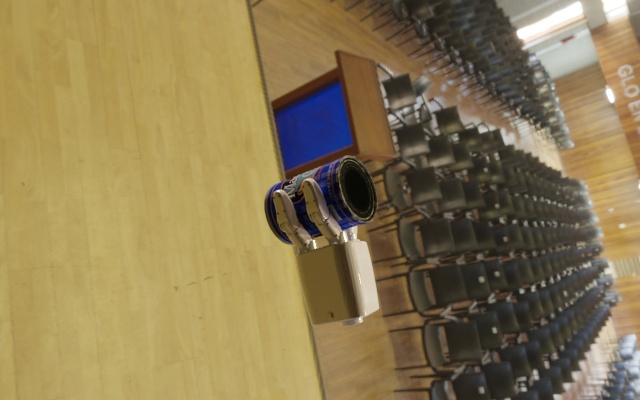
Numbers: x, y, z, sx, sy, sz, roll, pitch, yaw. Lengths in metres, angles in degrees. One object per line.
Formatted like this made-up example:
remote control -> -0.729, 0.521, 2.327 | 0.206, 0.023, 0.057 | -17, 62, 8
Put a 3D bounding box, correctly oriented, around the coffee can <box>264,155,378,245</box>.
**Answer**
coffee can -> 0.000, 0.002, 0.724 | 0.140, 0.103, 0.103 | -19, -11, 33
